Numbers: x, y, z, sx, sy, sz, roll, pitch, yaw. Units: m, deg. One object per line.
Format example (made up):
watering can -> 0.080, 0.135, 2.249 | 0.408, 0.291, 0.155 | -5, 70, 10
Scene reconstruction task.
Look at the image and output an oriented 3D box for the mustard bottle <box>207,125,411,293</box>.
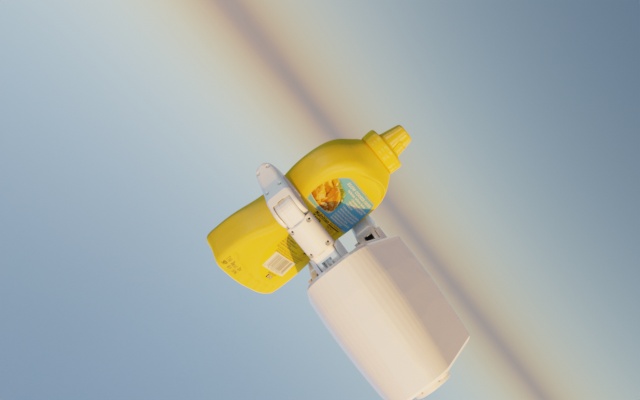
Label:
mustard bottle -> 0.000, 0.001, 0.422 | 0.191, 0.058, 0.096 | -39, -39, 6
